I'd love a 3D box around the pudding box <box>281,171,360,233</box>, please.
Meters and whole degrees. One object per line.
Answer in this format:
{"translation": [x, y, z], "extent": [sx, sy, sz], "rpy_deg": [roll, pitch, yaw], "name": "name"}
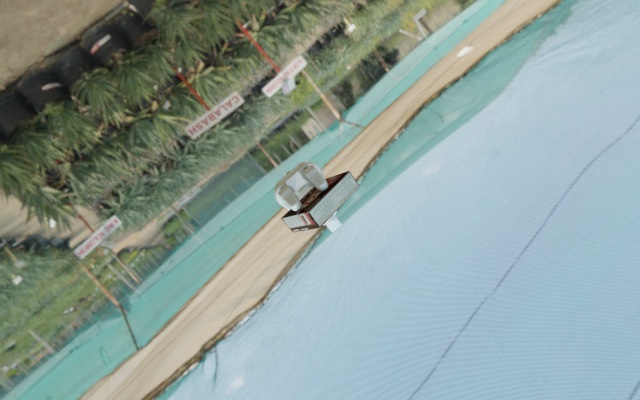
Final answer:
{"translation": [0.000, 0.003, 0.798], "extent": [0.113, 0.039, 0.090], "rpy_deg": [-47, 16, -29], "name": "pudding box"}
